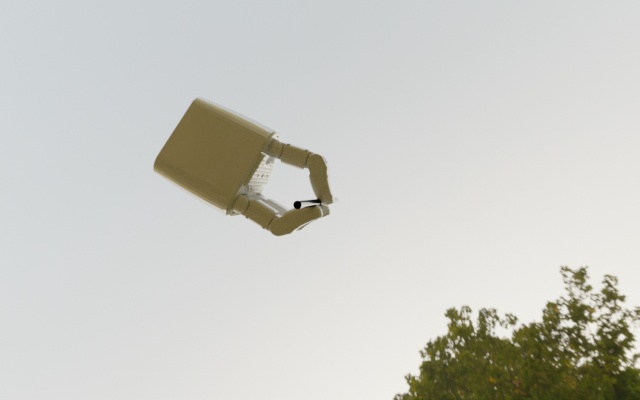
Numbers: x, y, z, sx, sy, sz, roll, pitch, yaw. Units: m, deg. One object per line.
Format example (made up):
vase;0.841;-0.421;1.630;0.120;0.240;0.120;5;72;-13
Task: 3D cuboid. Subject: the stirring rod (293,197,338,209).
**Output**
stirring rod;0.000;0.002;0.557;0.011;0.011;0.239;0;1;10
